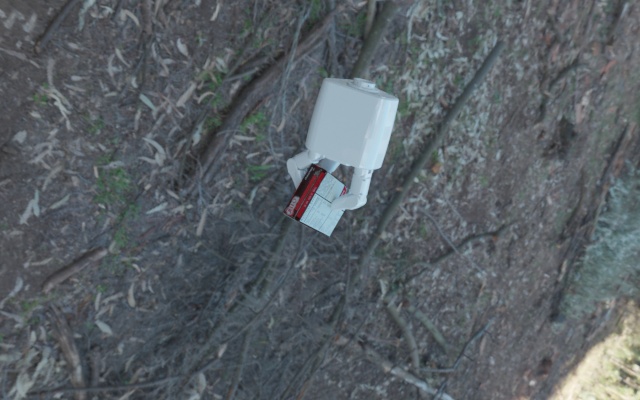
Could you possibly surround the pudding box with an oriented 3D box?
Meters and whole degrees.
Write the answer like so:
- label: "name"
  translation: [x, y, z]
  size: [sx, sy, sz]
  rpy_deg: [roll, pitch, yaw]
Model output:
- label: "pudding box"
  translation: [0.000, 0.003, 0.760]
  size: [0.039, 0.090, 0.113]
  rpy_deg: [30, -1, 33]
